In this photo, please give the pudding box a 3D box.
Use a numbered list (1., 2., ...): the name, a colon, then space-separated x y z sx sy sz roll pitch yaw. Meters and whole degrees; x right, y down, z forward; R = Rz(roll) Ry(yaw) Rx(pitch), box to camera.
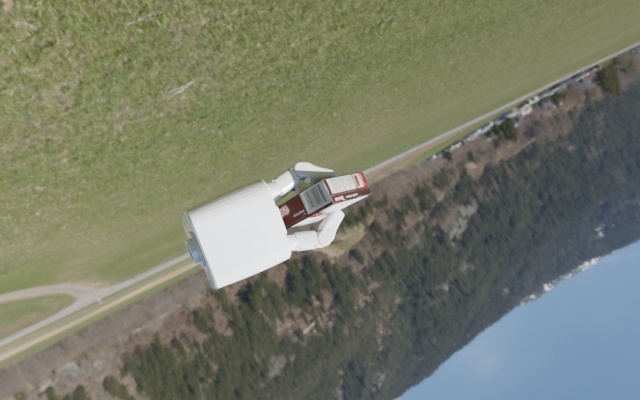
1. pudding box: 0.000 0.002 0.666 0.113 0.039 0.090 -27 -8 40
